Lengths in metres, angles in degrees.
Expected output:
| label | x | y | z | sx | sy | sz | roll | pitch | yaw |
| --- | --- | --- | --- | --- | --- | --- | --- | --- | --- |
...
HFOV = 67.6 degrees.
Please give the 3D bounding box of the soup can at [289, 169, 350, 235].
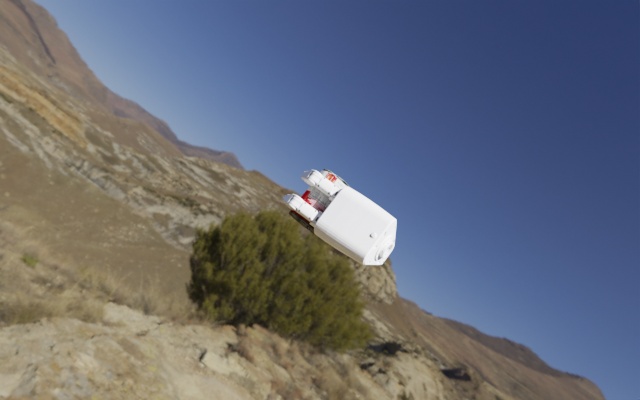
| label | x | y | z | sx | sy | sz | roll | pitch | yaw |
| --- | --- | --- | --- | --- | --- | --- | --- | --- | --- |
| soup can | 0.000 | 0.002 | 0.859 | 0.068 | 0.102 | 0.068 | 37 | -8 | 6 |
